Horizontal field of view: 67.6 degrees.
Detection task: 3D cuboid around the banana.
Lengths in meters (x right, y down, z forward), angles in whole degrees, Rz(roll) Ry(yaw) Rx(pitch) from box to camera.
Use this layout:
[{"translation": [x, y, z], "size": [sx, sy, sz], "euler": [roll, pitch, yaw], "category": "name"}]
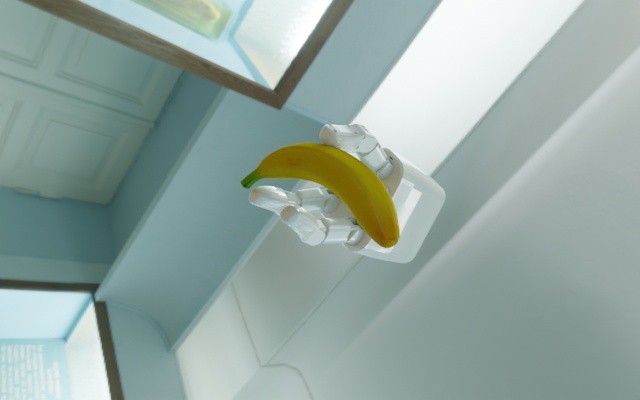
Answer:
[{"translation": [0.005, -0.016, 0.438], "size": [0.197, 0.069, 0.037], "euler": [21, -5, 44], "category": "banana"}]
